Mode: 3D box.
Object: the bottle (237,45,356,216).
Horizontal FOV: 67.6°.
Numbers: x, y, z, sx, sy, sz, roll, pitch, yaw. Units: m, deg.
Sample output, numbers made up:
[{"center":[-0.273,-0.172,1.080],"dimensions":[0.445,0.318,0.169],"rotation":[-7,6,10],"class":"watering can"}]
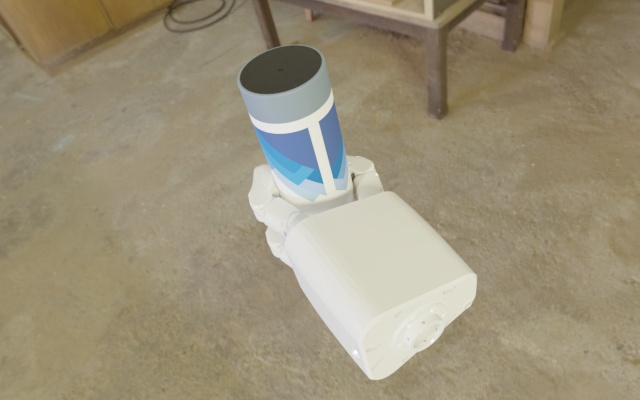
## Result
[{"center":[0.000,0.001,0.454],"dimensions":[0.069,0.069,0.296],"rotation":[0,-41,15],"class":"bottle"}]
